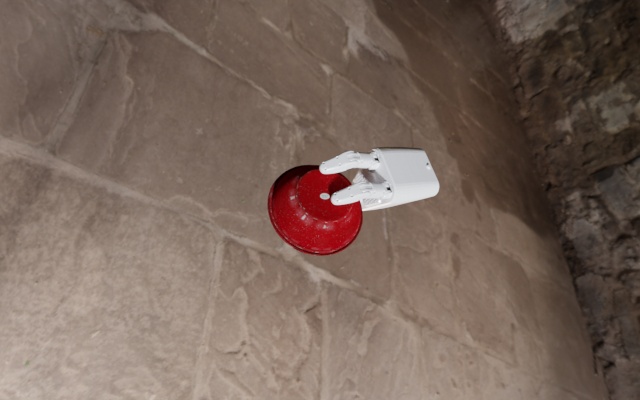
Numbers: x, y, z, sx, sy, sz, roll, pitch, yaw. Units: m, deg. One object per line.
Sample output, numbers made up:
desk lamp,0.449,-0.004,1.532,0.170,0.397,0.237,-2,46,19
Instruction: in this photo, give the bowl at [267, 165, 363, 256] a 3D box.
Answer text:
bowl,-0.001,0.003,0.753,0.162,0.162,0.055,0,-25,-18
